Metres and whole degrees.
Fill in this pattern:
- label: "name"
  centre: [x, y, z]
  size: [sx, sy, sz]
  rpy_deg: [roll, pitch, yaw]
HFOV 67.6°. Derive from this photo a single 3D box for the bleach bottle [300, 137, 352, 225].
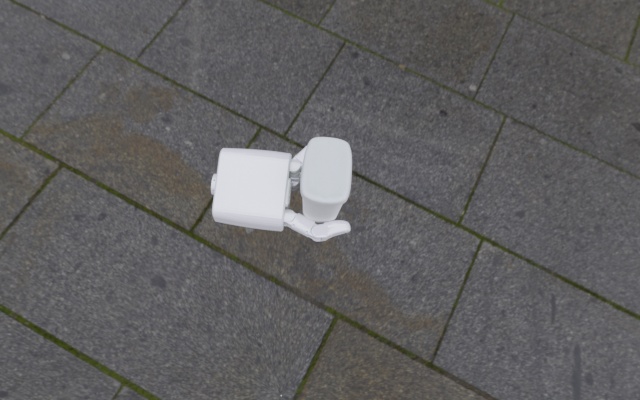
- label: "bleach bottle"
  centre: [0.000, 0.002, 0.748]
  size: [0.068, 0.102, 0.251]
  rpy_deg: [7, -23, -2]
